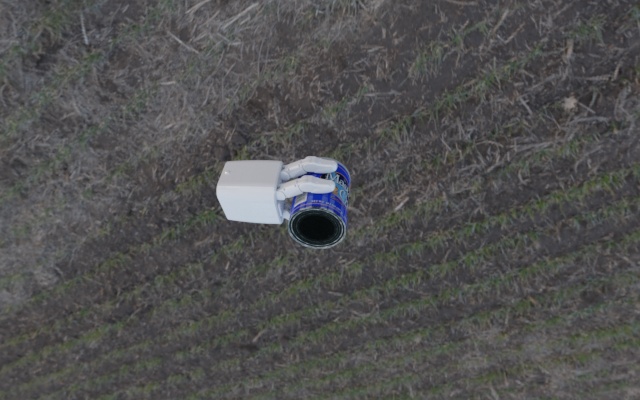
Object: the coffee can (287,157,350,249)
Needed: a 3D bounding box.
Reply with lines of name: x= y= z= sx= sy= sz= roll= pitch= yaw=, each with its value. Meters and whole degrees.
coffee can: x=0.000 y=0.003 z=0.875 sx=0.103 sy=0.103 sz=0.140 roll=0 pitch=42 yaw=7
